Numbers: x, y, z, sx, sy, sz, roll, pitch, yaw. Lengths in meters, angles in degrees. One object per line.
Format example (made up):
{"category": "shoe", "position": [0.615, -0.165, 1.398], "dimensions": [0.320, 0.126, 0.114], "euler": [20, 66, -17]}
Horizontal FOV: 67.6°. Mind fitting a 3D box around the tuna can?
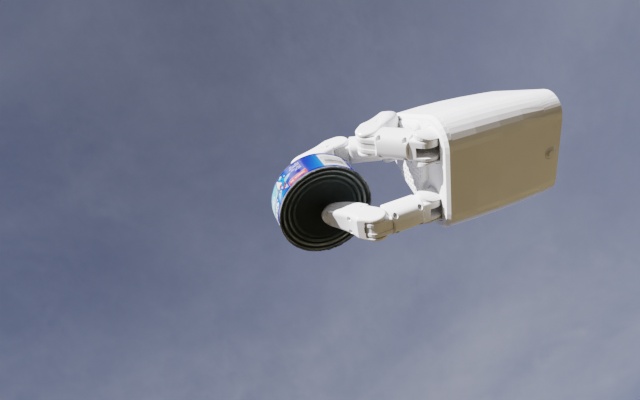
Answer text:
{"category": "tuna can", "position": [0.000, 0.001, 0.429], "dimensions": [0.086, 0.086, 0.033], "euler": [0, 29, -23]}
